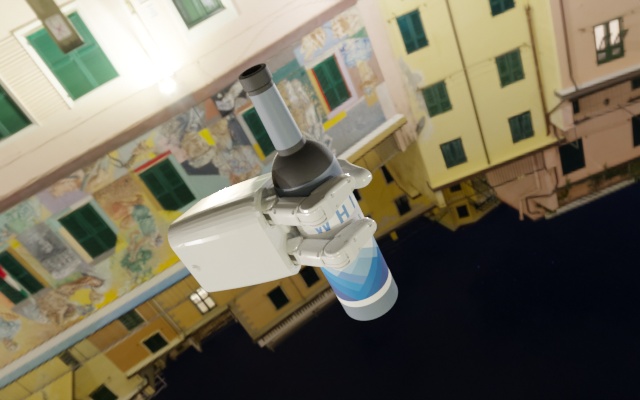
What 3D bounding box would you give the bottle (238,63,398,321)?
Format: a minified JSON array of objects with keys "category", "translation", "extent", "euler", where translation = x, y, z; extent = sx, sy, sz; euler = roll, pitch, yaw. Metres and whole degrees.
[{"category":"bottle","translation":[0.000,0.002,0.482],"extent":[0.069,0.296,0.069],"euler":[-20,32,13]}]
